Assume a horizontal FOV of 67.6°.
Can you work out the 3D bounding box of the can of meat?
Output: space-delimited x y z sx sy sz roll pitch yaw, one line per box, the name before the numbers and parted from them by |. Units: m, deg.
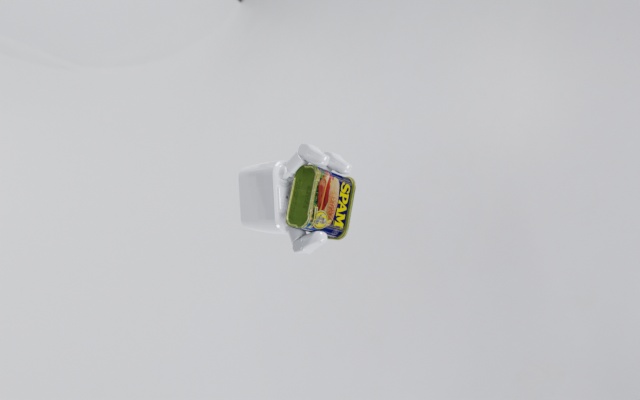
can of meat | 0.000 0.002 0.724 0.084 0.102 0.057 18 -11 -42
